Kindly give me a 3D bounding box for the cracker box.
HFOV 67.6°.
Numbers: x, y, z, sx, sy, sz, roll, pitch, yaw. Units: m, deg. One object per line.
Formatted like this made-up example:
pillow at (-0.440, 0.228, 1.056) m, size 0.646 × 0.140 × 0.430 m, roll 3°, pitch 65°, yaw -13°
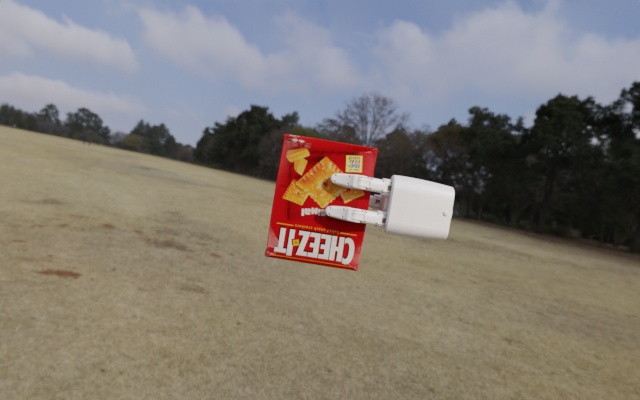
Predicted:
cracker box at (0.000, 0.003, 0.831) m, size 0.164 × 0.213 × 0.072 m, roll 9°, pitch 1°, yaw -2°
